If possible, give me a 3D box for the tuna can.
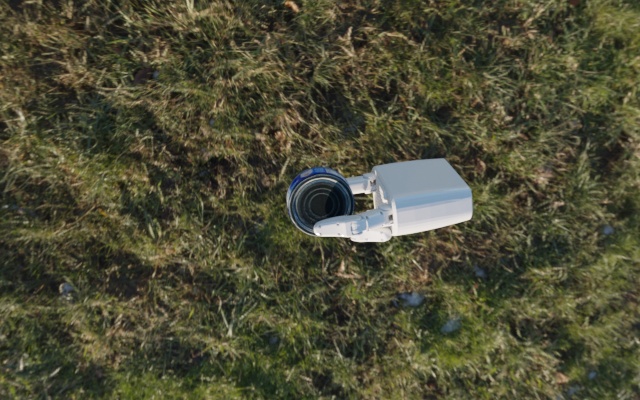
[{"bbox_3d":[0.000,0.002,0.609,0.086,0.086,0.033,0,18,-6],"label":"tuna can"}]
